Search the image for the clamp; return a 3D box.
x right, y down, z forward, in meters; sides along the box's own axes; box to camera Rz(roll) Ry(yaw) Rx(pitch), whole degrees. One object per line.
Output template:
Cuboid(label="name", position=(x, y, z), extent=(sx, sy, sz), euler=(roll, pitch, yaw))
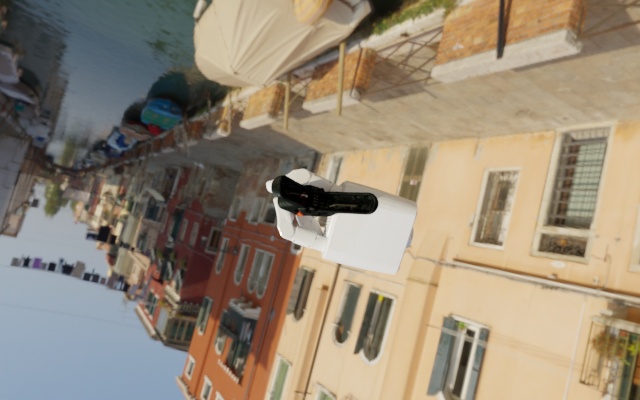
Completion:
Cuboid(label="clamp", position=(0.000, 0.003, 0.587), extent=(0.120, 0.039, 0.171), euler=(16, -5, -3))
